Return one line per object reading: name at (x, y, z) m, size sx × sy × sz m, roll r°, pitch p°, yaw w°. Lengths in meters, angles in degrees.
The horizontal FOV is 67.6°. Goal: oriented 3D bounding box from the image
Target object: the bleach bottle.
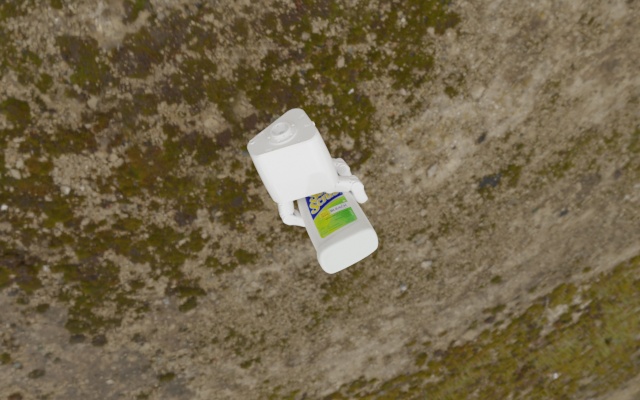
bleach bottle at (0.000, 0.003, 0.820) m, size 0.102 × 0.068 × 0.250 m, roll -27°, pitch 46°, yaw -5°
